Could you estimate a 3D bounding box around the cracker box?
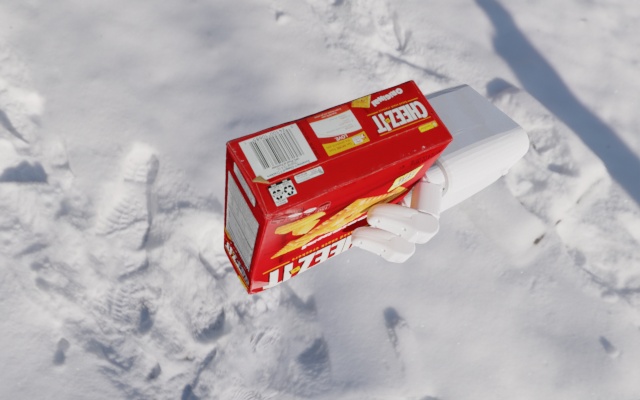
[{"bbox_3d":[0.000,0.001,0.438,0.164,0.072,0.214,-23,-19,-21],"label":"cracker box"}]
